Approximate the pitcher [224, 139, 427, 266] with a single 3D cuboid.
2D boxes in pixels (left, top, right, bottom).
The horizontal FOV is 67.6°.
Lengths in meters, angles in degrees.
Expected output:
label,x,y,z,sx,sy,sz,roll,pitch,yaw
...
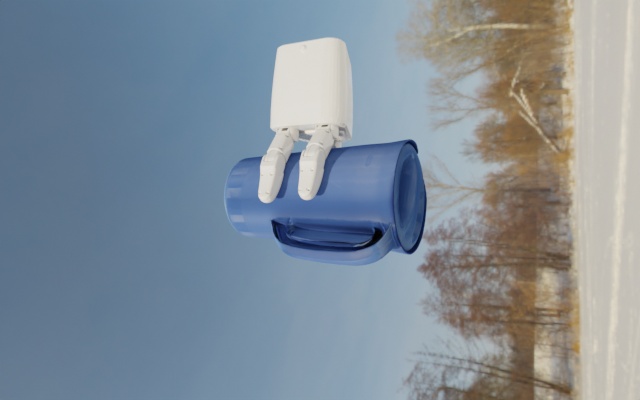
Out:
label,x,y,z,sx,sy,sz,roll,pitch,yaw
pitcher,0.000,0.002,0.594,0.243,0.145,0.149,0,-5,27
